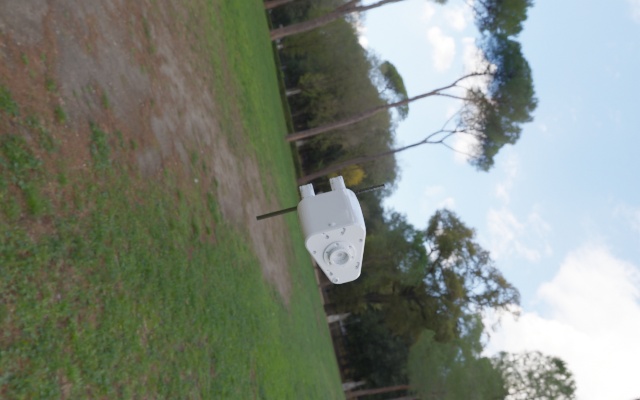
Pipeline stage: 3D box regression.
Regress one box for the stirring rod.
[{"bbox_3d":[0.000,0.003,0.870,0.239,0.011,0.011,-14,0,0],"label":"stirring rod"}]
